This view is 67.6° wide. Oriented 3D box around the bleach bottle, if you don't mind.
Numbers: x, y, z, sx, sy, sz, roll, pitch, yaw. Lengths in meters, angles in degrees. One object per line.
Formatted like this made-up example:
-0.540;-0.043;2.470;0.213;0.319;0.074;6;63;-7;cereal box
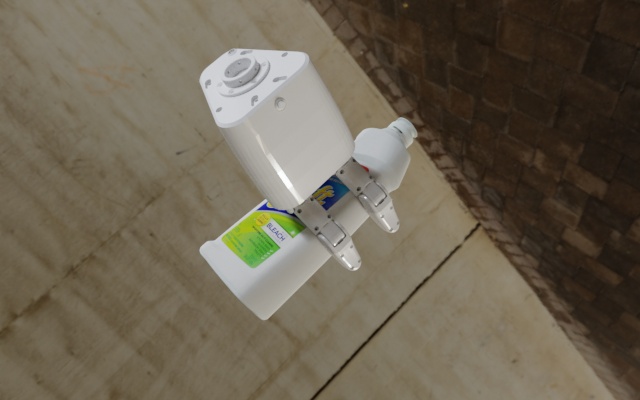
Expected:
0.000;0.002;0.500;0.102;0.251;0.068;36;-15;43;bleach bottle
